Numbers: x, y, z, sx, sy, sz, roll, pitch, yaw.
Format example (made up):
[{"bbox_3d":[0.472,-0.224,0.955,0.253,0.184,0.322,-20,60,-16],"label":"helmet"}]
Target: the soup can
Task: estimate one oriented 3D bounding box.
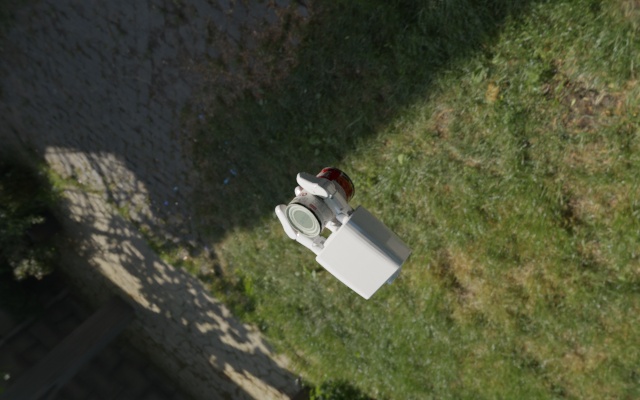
[{"bbox_3d":[0.000,0.002,0.757,0.068,0.068,0.102,0,35,42],"label":"soup can"}]
